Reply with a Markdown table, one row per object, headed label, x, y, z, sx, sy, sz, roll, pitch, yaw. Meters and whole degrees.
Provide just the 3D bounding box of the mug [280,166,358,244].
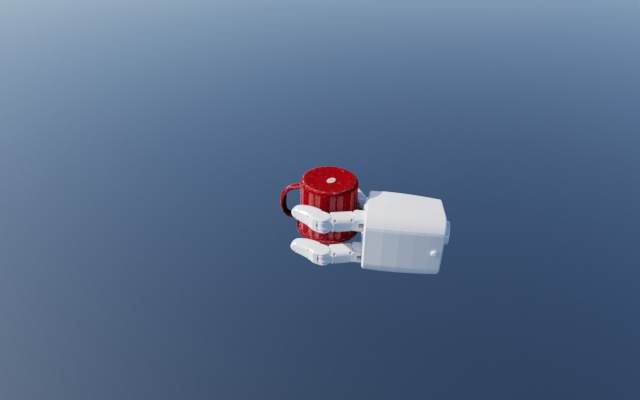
| label | x | y | z | sx | sy | sz | roll | pitch | yaw |
| --- | --- | --- | --- | --- | --- | --- | --- | --- | --- |
| mug | -0.001 | 0.002 | 0.689 | 0.117 | 0.081 | 0.093 | 6 | 32 | 6 |
